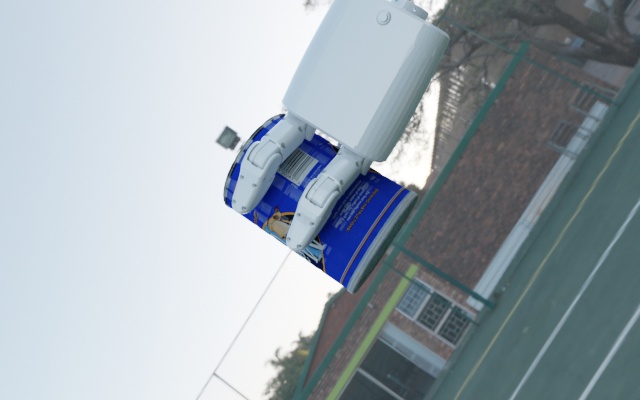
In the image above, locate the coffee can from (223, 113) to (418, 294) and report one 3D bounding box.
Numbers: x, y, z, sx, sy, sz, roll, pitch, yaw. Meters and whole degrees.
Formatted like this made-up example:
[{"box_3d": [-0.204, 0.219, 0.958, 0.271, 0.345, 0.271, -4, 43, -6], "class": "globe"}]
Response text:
[{"box_3d": [0.000, 0.002, 0.427, 0.140, 0.103, 0.103, 33, 8, 13], "class": "coffee can"}]
